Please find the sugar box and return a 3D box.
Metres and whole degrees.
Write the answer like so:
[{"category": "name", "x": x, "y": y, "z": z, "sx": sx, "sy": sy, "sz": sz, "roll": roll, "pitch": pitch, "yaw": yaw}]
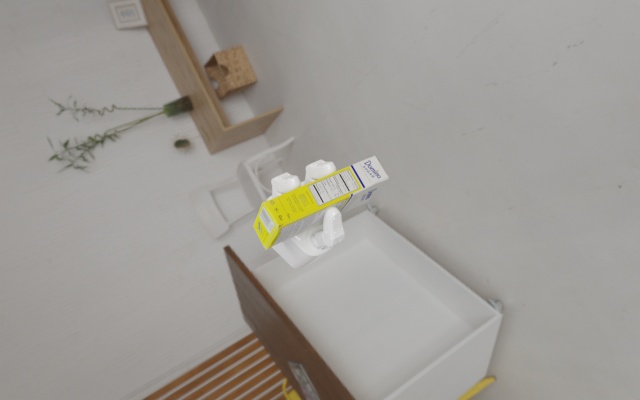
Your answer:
[{"category": "sugar box", "x": 0.000, "y": 0.002, "z": 0.654, "sx": 0.176, "sy": 0.048, "sz": 0.093, "roll": -26, "pitch": -12, "yaw": -25}]
